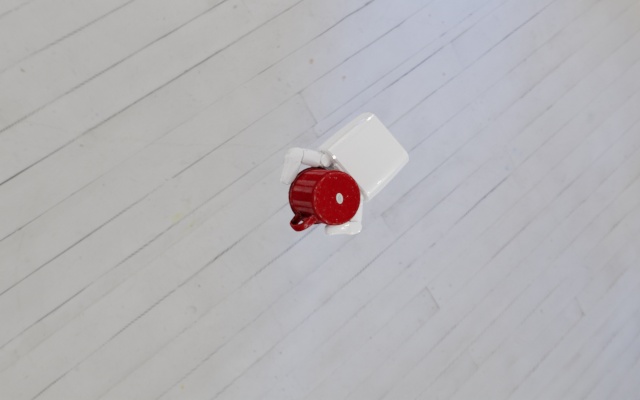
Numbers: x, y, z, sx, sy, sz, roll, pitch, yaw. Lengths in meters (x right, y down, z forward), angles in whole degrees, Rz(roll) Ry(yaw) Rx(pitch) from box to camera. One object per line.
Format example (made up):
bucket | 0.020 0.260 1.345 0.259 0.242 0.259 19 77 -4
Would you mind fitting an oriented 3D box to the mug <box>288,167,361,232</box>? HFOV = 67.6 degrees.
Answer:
mug | -0.001 0.003 0.723 0.117 0.093 0.081 -43 20 -16
